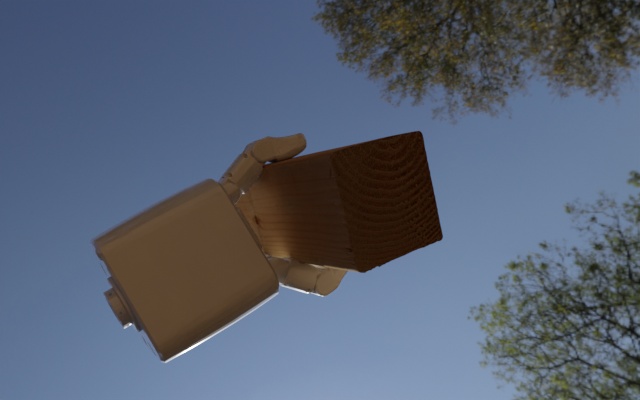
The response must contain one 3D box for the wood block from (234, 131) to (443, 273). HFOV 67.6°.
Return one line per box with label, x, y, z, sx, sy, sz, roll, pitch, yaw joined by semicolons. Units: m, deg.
wood block;0.000;0.001;0.439;0.090;0.091;0.206;-17;8;-30
